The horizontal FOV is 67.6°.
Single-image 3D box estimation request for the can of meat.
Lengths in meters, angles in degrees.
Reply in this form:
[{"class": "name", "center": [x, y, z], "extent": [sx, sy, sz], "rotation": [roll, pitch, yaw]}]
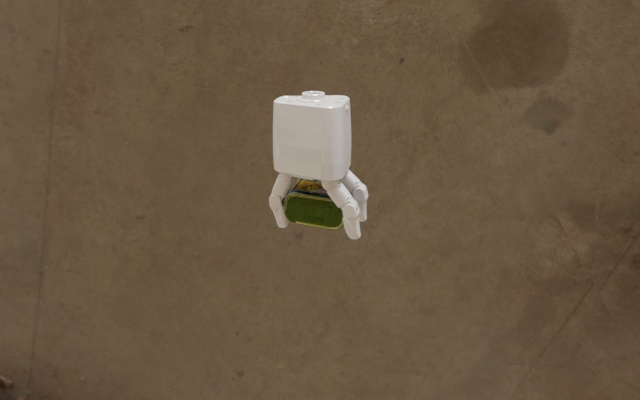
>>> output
[{"class": "can of meat", "center": [0.000, 0.003, 0.755], "extent": [0.102, 0.057, 0.084], "rotation": [8, 23, 11]}]
